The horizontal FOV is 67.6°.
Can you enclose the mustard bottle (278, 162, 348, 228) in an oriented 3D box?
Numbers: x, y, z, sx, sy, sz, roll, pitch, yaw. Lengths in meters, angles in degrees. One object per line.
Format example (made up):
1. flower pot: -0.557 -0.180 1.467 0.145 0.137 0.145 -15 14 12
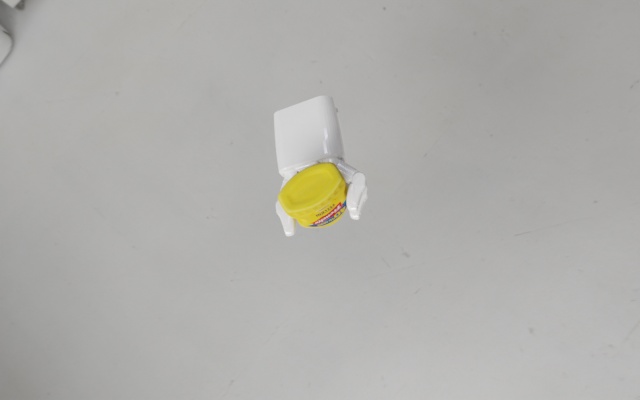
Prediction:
1. mustard bottle: 0.000 0.003 0.750 0.096 0.058 0.192 -34 -16 1
